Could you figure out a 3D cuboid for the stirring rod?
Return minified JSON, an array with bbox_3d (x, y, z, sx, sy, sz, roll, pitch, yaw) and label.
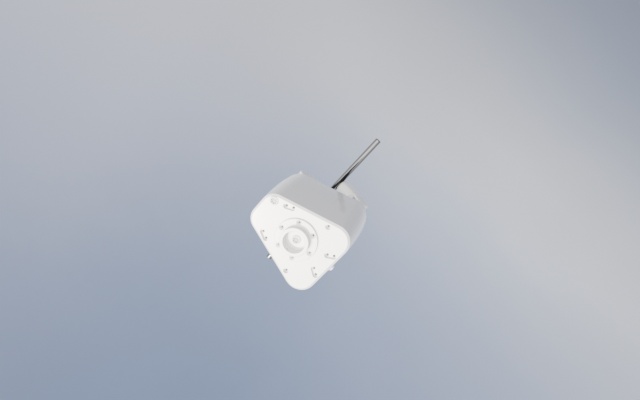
[{"bbox_3d":[0.000,0.002,0.682,0.239,0.011,0.011,-47,-19,19],"label":"stirring rod"}]
